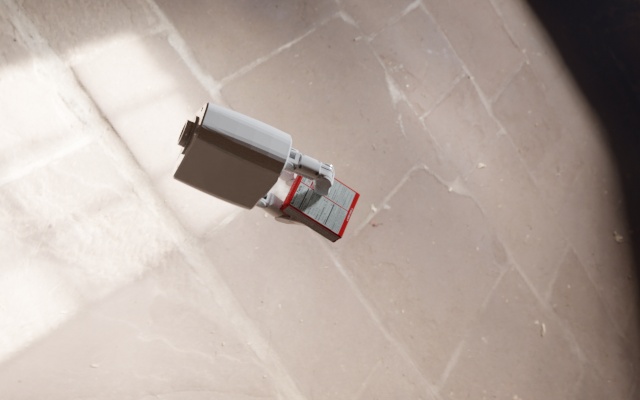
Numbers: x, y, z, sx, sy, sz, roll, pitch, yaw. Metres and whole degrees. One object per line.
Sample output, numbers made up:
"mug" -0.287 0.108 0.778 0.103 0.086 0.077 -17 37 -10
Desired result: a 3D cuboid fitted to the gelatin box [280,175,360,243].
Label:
"gelatin box" 0.001 0.002 0.639 0.089 0.073 0.030 32 -29 -13
